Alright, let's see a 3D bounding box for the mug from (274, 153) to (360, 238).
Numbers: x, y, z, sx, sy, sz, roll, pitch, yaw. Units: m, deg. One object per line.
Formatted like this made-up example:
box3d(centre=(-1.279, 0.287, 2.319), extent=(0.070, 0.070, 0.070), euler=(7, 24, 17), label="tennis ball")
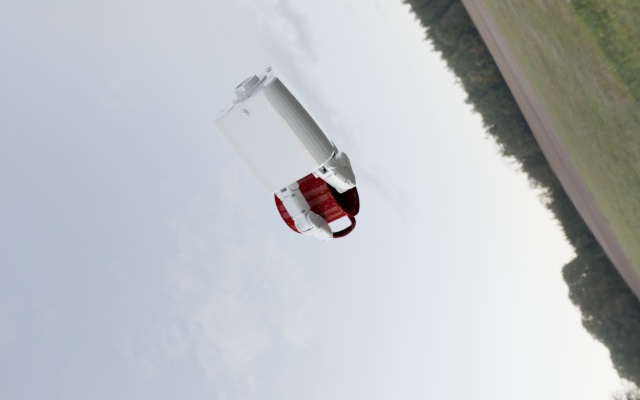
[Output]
box3d(centre=(0.001, 0.003, 0.630), extent=(0.081, 0.117, 0.093), euler=(-26, 24, 25), label="mug")
